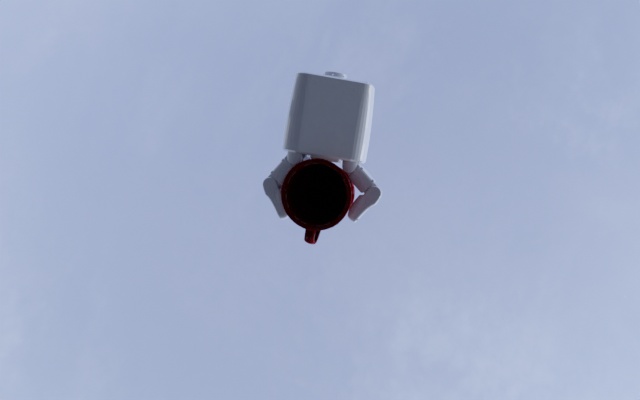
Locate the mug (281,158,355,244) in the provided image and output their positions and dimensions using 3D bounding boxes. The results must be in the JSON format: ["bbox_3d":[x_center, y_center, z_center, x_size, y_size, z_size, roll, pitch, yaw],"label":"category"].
[{"bbox_3d":[0.000,0.004,0.650,0.093,0.117,0.081,10,6,11],"label":"mug"}]
